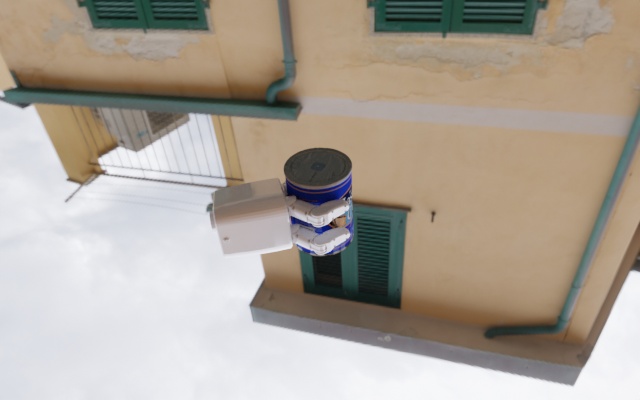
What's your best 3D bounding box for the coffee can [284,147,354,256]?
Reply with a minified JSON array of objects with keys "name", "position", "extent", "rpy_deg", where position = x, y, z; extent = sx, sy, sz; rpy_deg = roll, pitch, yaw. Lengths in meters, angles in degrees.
[{"name":"coffee can","position":[0.000,0.002,0.753],"extent":[0.103,0.140,0.102],"rpy_deg":[-3,38,2]}]
